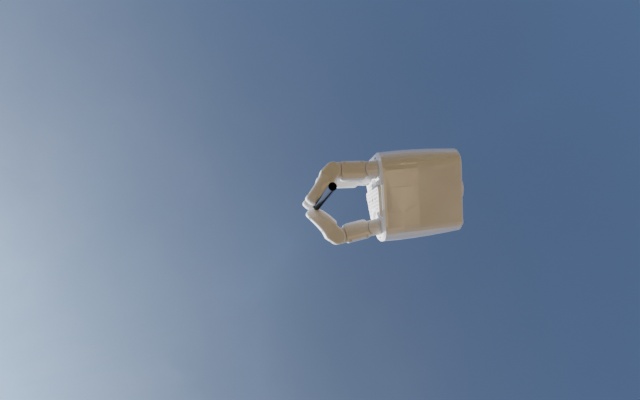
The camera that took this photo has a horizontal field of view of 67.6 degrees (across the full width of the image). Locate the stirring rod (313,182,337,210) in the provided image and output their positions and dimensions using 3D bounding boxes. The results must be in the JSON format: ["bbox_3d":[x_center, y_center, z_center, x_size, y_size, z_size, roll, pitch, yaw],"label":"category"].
[{"bbox_3d":[0.000,0.002,0.553,0.011,0.011,0.239,0,-7,-5],"label":"stirring rod"}]
